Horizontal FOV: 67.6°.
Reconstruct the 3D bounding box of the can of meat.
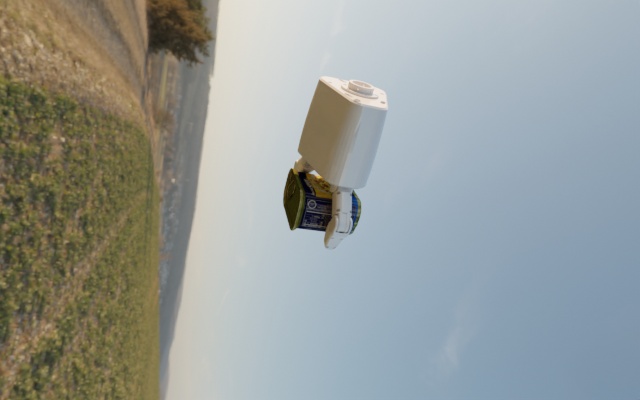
[{"bbox_3d":[0.000,0.002,0.644,0.084,0.057,0.102,8,25,-16],"label":"can of meat"}]
